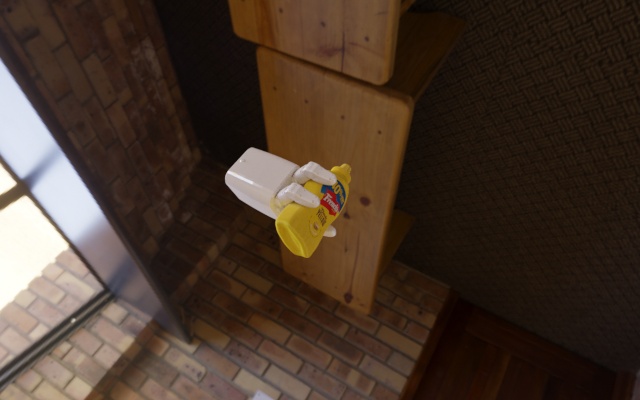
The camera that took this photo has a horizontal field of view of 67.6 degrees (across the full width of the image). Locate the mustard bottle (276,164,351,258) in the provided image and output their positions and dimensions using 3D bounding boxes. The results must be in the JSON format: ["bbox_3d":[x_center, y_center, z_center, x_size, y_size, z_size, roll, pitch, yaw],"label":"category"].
[{"bbox_3d":[0.000,0.003,0.855,0.058,0.096,0.191,10,50,38],"label":"mustard bottle"}]
